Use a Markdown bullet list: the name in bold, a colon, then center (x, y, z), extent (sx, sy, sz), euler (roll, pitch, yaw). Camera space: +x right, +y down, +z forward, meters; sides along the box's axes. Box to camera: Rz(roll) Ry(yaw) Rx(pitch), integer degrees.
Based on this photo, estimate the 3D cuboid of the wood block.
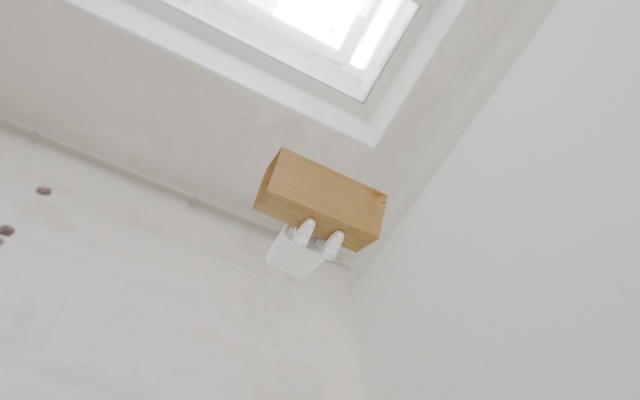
- **wood block**: center (0.000, 0.003, 0.829), extent (0.206, 0.090, 0.090), euler (24, -30, -14)
